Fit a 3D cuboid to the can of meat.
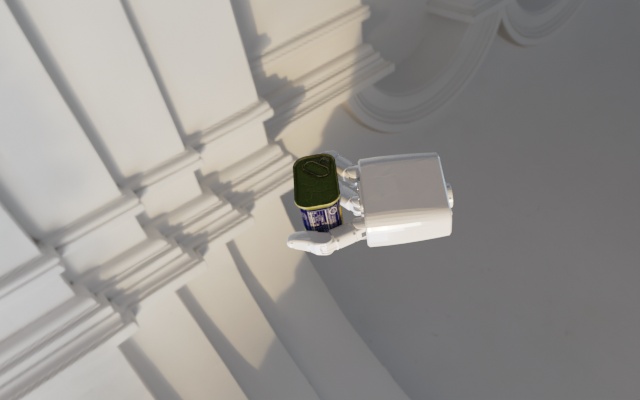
[{"bbox_3d":[0.000,0.002,0.635,0.057,0.084,0.102,-10,43,3],"label":"can of meat"}]
